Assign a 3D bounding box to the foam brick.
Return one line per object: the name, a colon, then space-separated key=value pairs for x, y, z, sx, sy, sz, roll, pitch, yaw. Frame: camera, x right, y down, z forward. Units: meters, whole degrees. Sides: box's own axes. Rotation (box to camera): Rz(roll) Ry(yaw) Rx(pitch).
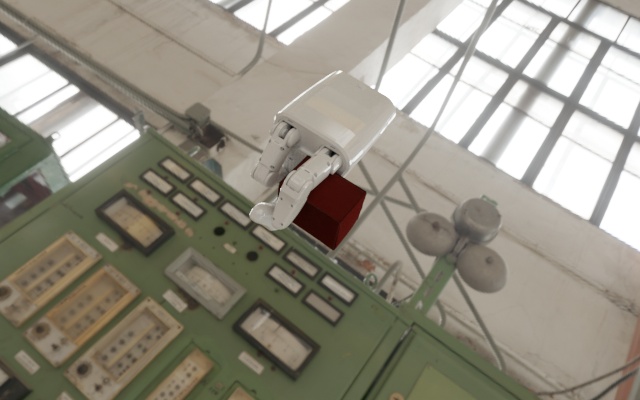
foam brick: x=0.000 y=0.002 z=0.496 sx=0.078 sy=0.051 sz=0.053 roll=34 pitch=-34 yaw=16
